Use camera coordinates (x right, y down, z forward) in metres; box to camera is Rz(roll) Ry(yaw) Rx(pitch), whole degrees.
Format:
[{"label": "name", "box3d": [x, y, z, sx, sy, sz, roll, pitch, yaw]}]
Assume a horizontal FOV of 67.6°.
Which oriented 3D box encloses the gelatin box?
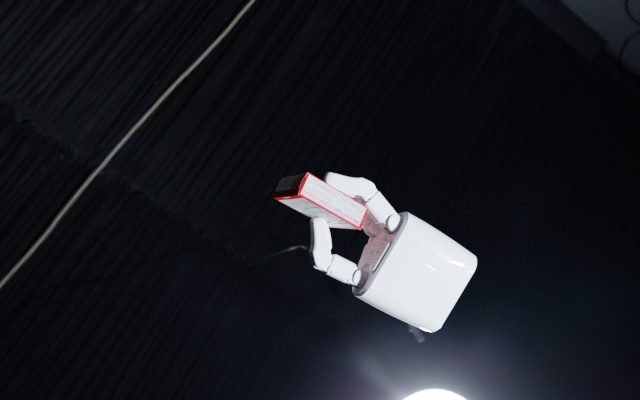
[{"label": "gelatin box", "box3d": [0.000, 0.002, 0.547, 0.089, 0.030, 0.073, 29, -14, -23]}]
